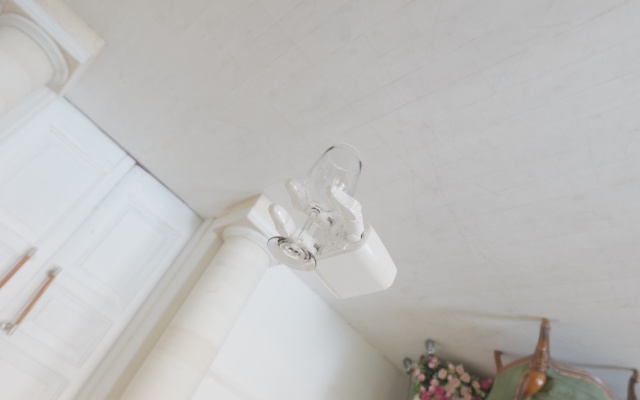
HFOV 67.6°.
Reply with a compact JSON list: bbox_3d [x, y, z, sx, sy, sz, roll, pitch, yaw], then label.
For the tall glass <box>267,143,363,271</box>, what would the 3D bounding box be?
[{"bbox_3d":[0.000,0.003,0.702,0.079,0.201,0.079,19,-36,14],"label":"tall glass"}]
